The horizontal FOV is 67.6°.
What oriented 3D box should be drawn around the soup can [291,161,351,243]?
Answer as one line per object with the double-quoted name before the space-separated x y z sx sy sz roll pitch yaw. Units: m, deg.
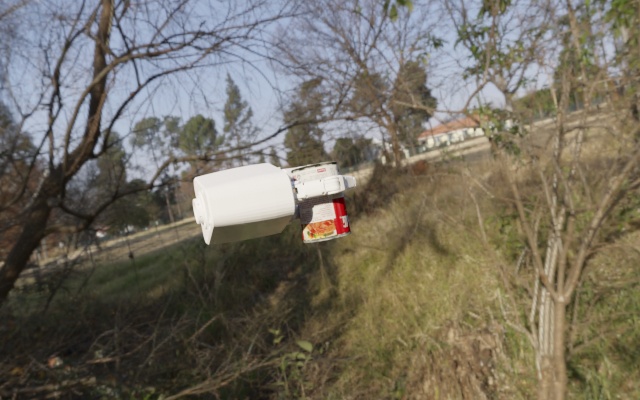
"soup can" 0.001 0.002 0.664 0.068 0.102 0.068 -11 0 0
